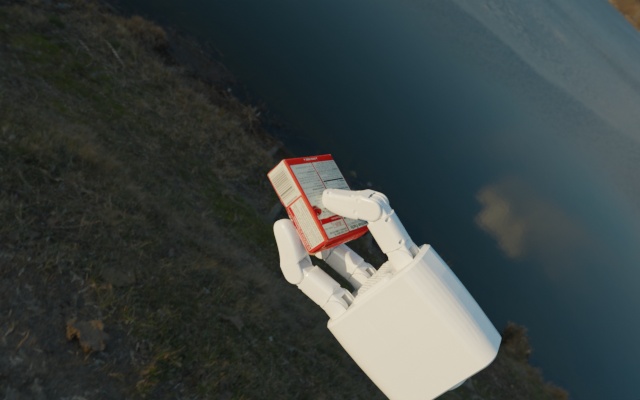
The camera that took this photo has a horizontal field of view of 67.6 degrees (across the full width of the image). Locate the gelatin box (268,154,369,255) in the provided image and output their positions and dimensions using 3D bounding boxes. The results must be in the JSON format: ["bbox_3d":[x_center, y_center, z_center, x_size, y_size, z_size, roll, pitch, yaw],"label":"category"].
[{"bbox_3d":[0.000,0.001,0.457,0.030,0.089,0.073,-37,-14,37],"label":"gelatin box"}]
